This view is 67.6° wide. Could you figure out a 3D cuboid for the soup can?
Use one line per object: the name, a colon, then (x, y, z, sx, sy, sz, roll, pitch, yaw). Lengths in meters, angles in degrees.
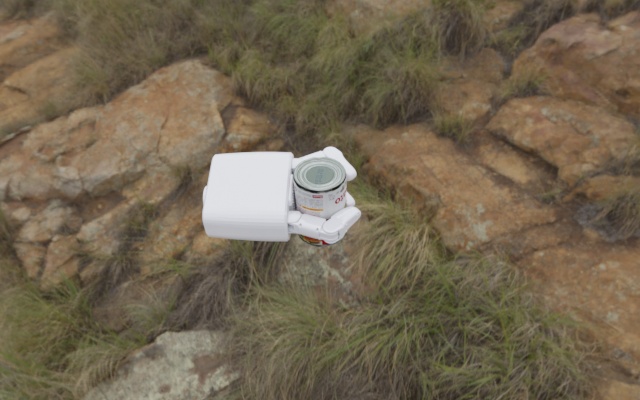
soup can: (0.001, 0.002, 0.621, 0.068, 0.102, 0.068, -1, 44, 1)
